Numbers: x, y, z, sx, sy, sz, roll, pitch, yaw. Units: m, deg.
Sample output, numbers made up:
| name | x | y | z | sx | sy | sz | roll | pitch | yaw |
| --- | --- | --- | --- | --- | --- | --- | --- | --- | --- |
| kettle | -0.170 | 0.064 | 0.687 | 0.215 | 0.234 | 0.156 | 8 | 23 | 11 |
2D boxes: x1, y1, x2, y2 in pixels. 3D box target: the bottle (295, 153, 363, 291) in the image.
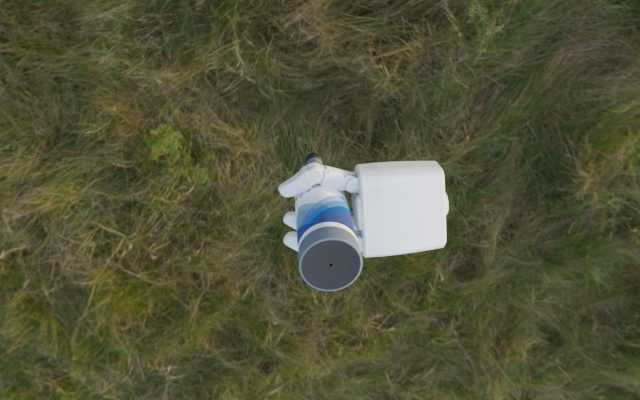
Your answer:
| name | x | y | z | sx | sy | sz | roll | pitch | yaw |
| --- | --- | --- | --- | --- | --- | --- | --- | --- | --- |
| bottle | 0.000 | 0.002 | 0.624 | 0.069 | 0.069 | 0.295 | 0 | 26 | -5 |
